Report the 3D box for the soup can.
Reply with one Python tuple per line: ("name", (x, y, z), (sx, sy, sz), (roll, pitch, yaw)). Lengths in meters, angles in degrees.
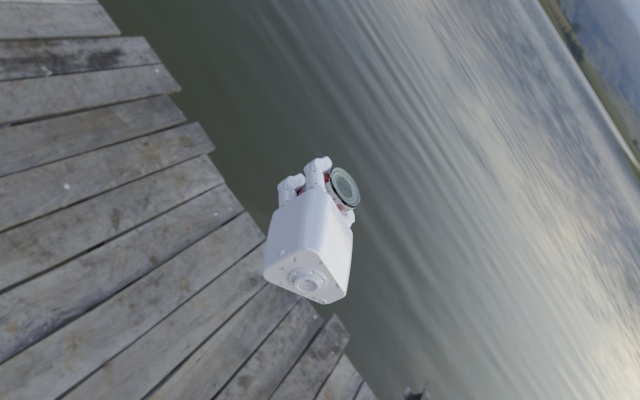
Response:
("soup can", (0.000, 0.002, 0.721), (0.102, 0.068, 0.068), (-32, -18, 31))
